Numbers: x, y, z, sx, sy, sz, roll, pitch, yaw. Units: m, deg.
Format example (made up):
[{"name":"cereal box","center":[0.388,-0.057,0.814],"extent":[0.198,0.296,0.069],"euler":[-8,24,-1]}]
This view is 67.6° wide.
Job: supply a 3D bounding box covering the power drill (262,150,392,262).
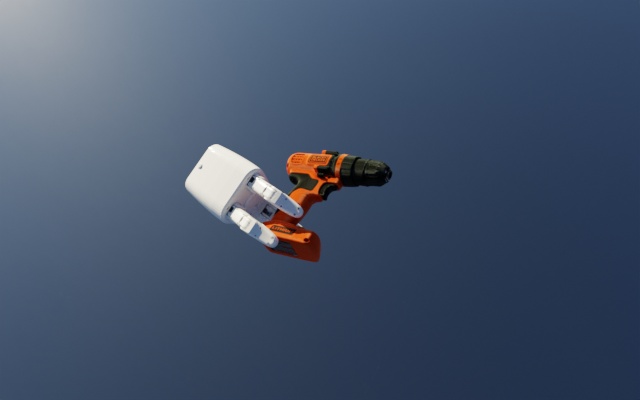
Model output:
[{"name":"power drill","center":[0.000,0.003,0.736],"extent":[0.184,0.187,0.057],"euler":[7,-38,33]}]
